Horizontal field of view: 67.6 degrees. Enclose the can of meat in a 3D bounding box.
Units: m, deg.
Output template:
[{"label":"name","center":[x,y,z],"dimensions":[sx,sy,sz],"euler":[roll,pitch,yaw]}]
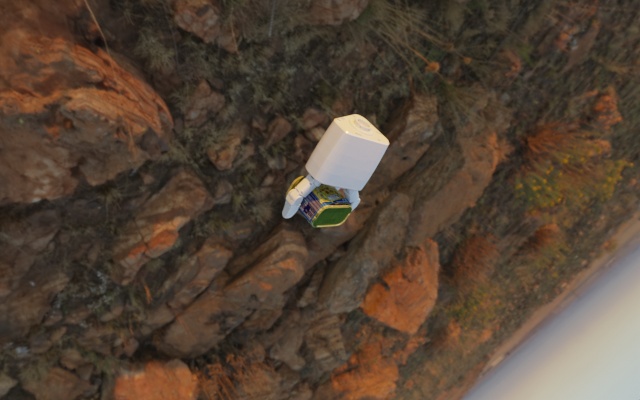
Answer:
[{"label":"can of meat","center":[0.000,0.003,0.895],"dimensions":[0.102,0.057,0.084],"euler":[-1,42,-49]}]
